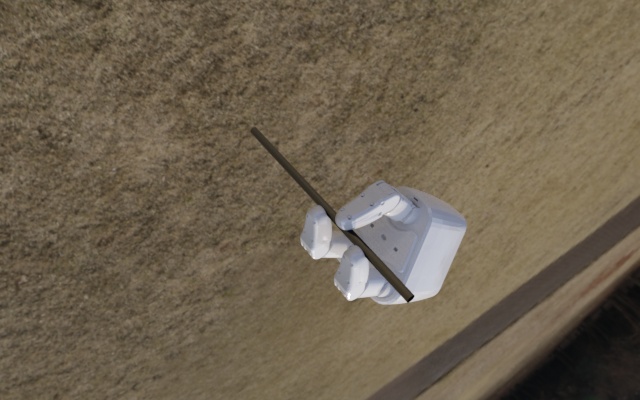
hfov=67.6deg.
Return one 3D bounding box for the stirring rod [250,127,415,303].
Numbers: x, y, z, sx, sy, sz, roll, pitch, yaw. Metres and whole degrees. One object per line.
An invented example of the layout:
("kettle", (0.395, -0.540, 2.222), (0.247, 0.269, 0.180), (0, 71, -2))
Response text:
("stirring rod", (0.000, 0.001, 0.430), (0.011, 0.011, 0.239), (0, 38, -47))
